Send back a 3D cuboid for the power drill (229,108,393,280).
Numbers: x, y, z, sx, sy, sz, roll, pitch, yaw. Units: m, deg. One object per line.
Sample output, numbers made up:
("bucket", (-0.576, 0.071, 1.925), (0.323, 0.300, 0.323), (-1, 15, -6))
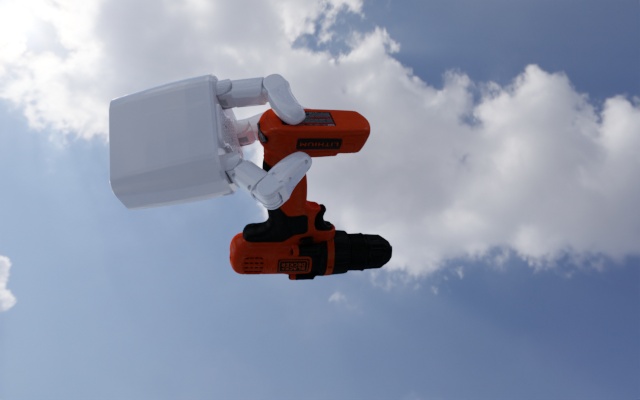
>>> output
("power drill", (0.000, 0.001, 0.498), (0.184, 0.188, 0.057), (-1, 31, -14))
